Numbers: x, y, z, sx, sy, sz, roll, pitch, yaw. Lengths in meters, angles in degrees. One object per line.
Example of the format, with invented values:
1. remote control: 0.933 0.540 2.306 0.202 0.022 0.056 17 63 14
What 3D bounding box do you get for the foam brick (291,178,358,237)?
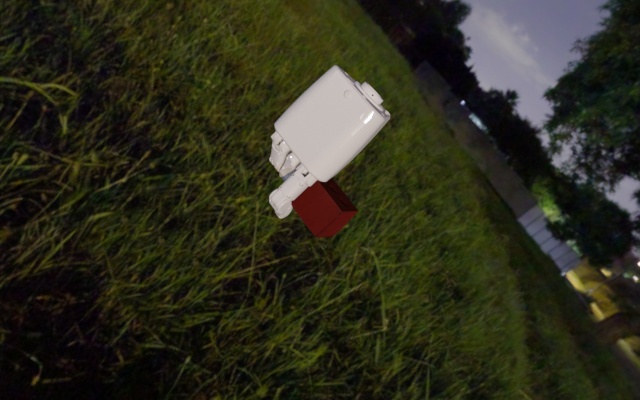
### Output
1. foam brick: 0.000 0.002 0.609 0.051 0.078 0.053 -43 -18 17
